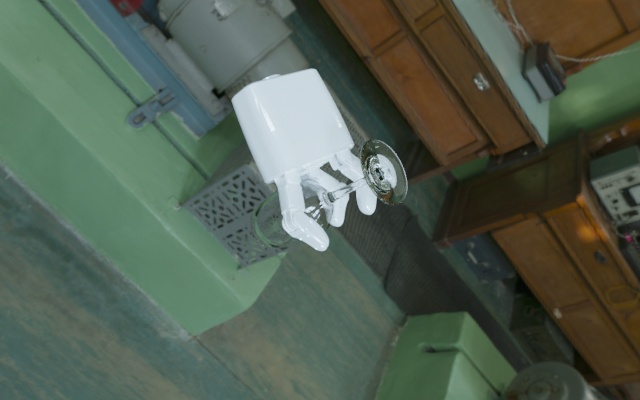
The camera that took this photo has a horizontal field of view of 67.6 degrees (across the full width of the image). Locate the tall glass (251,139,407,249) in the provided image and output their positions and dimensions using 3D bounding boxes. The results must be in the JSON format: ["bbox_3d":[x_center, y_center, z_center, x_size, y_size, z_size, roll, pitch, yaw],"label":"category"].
[{"bbox_3d":[0.001,0.002,0.565,0.079,0.079,0.201,0,-19,-46],"label":"tall glass"}]
